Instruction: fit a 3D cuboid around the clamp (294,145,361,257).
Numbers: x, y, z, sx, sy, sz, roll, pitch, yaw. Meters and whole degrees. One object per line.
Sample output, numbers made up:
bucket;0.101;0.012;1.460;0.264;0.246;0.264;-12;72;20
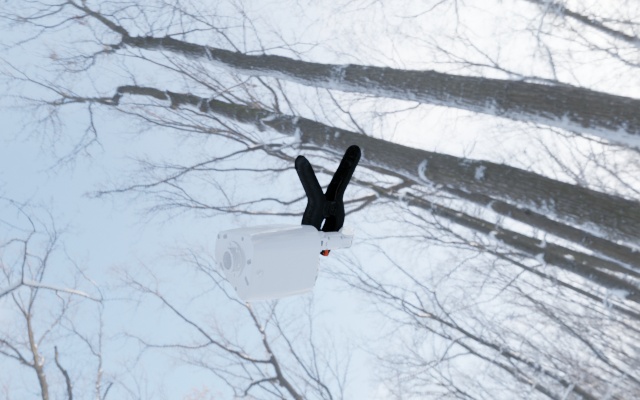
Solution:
clamp;0.000;0.002;0.691;0.120;0.171;0.039;-2;19;-39
